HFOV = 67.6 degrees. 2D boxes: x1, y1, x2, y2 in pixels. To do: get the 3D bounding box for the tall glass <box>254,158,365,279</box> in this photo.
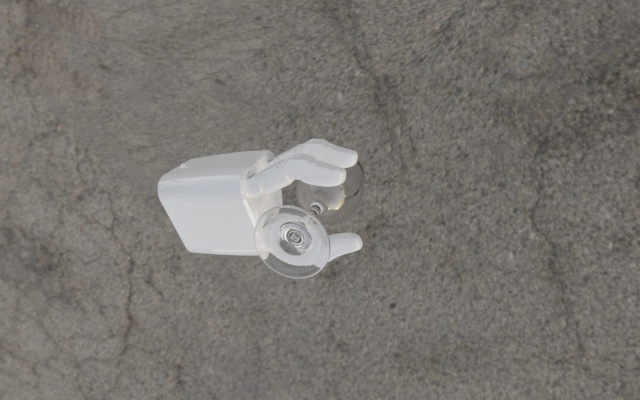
[{"bbox_3d":[0.000,0.002,0.523,0.079,0.079,0.201,0,22,18],"label":"tall glass"}]
